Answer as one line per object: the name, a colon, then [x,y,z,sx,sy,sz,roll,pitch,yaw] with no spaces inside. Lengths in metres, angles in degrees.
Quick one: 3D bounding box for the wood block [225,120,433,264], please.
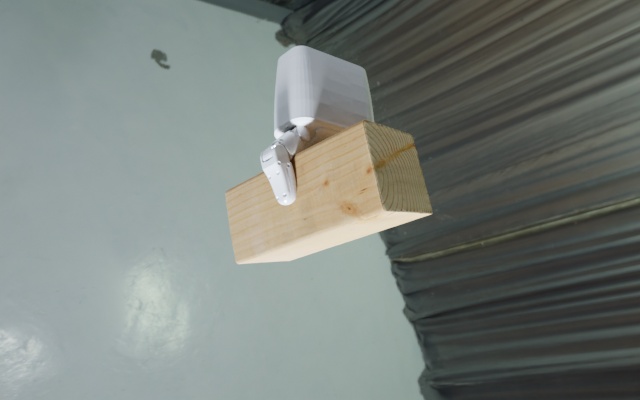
wood block: [0.000,0.001,0.516,0.206,0.090,0.091,-23,-18,38]
